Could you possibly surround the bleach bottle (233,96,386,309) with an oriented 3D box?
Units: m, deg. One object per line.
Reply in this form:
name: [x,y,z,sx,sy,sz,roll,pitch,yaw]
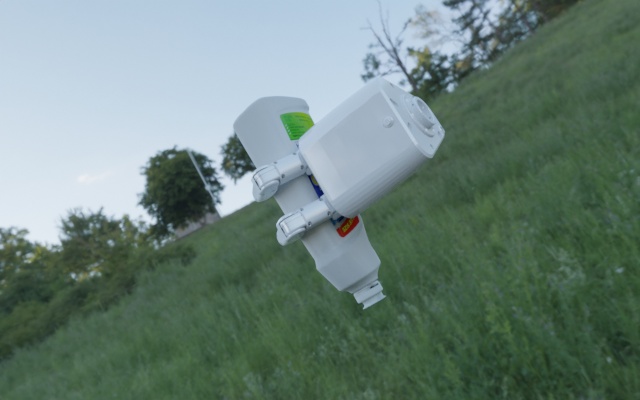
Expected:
bleach bottle: [0.000,0.002,0.539,0.068,0.250,0.102,-37,-12,31]
